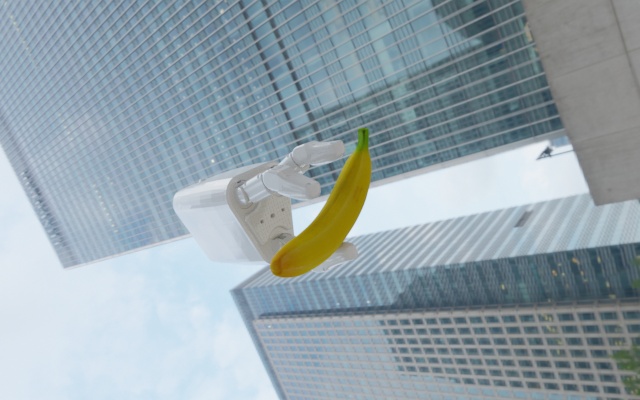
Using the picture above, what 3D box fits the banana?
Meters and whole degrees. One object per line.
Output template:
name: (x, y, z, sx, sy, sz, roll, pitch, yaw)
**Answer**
banana: (0.009, 0.013, 0.480, 0.037, 0.070, 0.197, 1, 45, 35)
